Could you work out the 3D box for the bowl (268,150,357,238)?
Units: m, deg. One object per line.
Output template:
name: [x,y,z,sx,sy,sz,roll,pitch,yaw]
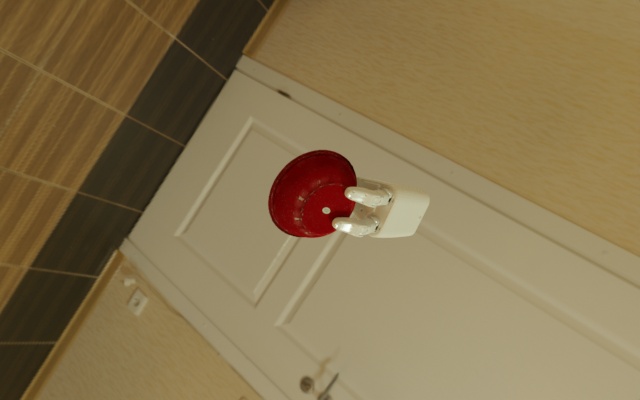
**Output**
bowl: [-0.001,0.003,0.769,0.162,0.162,0.055,0,27,-28]
